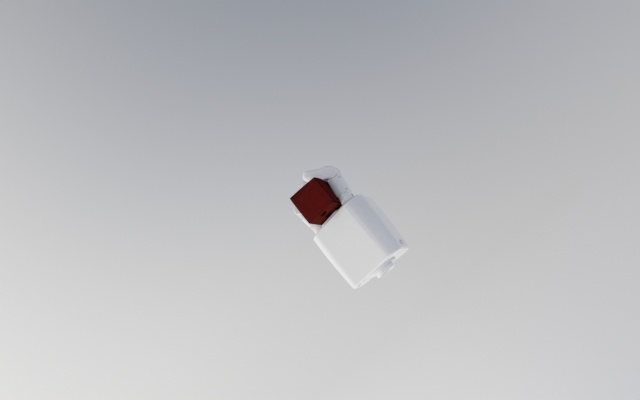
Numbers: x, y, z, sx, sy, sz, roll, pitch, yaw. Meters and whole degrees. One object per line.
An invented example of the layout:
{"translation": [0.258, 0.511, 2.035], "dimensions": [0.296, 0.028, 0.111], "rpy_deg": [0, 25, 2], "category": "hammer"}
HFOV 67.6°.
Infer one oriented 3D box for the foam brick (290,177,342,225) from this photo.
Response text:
{"translation": [0.000, 0.002, 0.746], "dimensions": [0.053, 0.051, 0.078], "rpy_deg": [-42, -18, 14], "category": "foam brick"}
